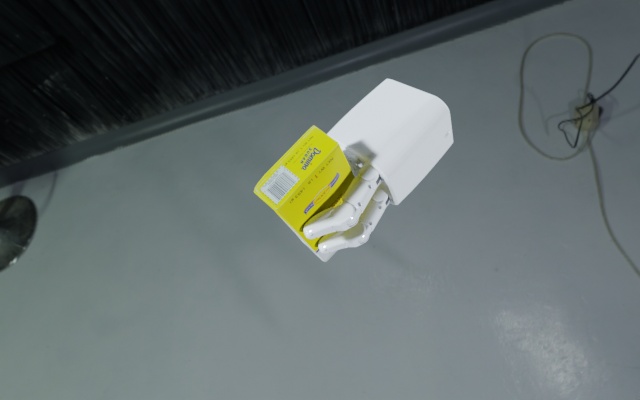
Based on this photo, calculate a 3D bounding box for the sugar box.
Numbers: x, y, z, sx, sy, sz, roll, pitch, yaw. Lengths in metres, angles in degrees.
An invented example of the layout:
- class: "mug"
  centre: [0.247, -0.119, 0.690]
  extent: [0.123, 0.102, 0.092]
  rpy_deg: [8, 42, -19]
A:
- class: "sugar box"
  centre: [0.001, 0.002, 0.547]
  extent: [0.048, 0.093, 0.176]
  rpy_deg: [40, -7, 31]
